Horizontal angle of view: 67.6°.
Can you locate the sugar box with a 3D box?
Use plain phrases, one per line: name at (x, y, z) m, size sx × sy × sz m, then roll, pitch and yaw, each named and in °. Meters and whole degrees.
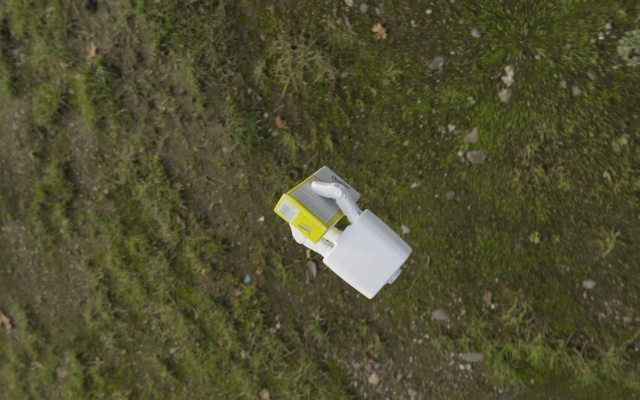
sugar box at (0.000, 0.003, 0.852) m, size 0.093 × 0.048 × 0.176 m, roll 40°, pitch 28°, yaw 7°
